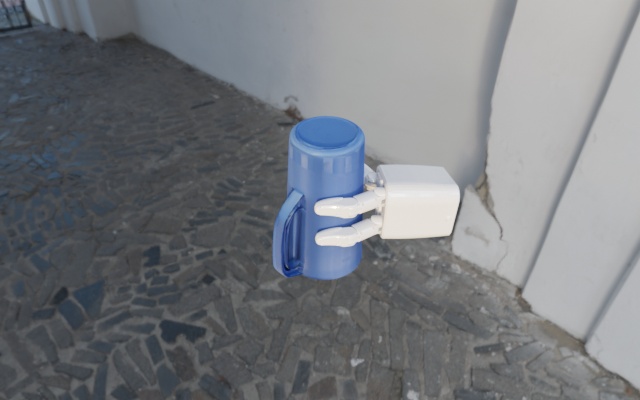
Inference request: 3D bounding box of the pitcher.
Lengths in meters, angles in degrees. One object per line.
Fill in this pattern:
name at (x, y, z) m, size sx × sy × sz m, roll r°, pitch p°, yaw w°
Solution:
pitcher at (0.000, 0.002, 0.738) m, size 0.145 × 0.243 × 0.149 m, roll 0°, pitch 39°, yaw -1°
